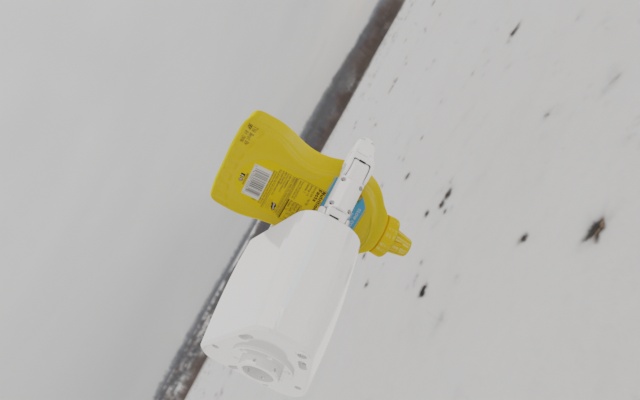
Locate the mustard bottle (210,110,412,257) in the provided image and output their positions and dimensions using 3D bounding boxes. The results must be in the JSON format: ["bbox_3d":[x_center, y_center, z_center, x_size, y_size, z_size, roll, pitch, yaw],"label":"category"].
[{"bbox_3d":[0.000,0.001,0.450,0.191,0.096,0.058,29,27,-6],"label":"mustard bottle"}]
